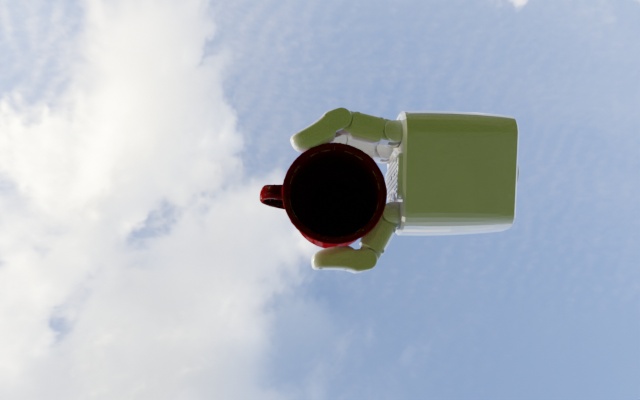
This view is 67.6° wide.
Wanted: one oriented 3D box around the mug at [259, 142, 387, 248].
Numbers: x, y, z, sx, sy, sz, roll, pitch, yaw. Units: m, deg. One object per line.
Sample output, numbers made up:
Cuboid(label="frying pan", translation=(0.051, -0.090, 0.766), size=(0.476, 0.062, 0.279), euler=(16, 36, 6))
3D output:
Cuboid(label="mug", translation=(-0.001, 0.002, 0.460), size=(0.117, 0.093, 0.081), euler=(2, -13, 0))
